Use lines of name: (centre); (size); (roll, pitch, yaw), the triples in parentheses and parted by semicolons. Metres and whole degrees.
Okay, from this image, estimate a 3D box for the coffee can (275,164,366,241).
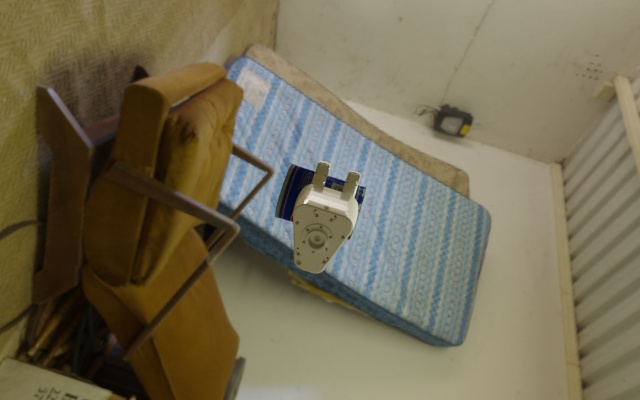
coffee can: (0.000, 0.003, 0.863); (0.140, 0.103, 0.103); (18, 0, 1)
